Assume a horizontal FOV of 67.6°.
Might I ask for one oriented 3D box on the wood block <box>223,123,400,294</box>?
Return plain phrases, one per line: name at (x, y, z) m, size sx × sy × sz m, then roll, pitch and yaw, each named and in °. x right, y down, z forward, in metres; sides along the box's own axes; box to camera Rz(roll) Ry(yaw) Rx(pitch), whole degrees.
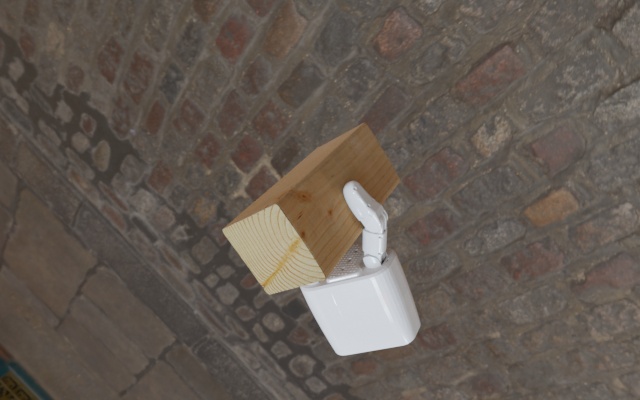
wood block at (0.000, 0.002, 0.547) m, size 0.091 × 0.090 × 0.206 m, roll -23°, pitch 16°, yaw 40°
